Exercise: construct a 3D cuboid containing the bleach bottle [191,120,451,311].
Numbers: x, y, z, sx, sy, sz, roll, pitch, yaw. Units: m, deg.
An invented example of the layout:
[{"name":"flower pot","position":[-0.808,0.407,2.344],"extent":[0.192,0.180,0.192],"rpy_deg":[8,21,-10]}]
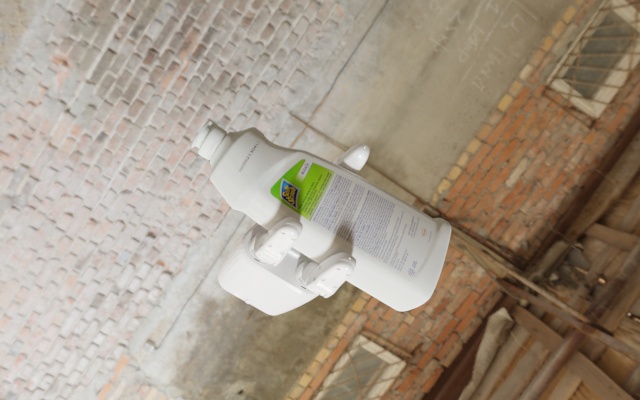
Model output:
[{"name":"bleach bottle","position":[0.000,0.002,0.449],"extent":[0.251,0.102,0.068],"rpy_deg":[33,-35,-10]}]
